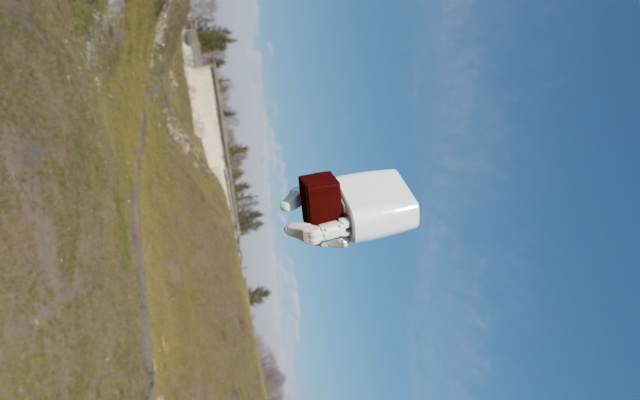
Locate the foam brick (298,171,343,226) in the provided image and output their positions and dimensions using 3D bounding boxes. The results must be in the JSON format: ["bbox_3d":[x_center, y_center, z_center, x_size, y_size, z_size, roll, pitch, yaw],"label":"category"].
[{"bbox_3d":[0.000,0.002,0.708,0.051,0.078,0.053,-11,26,-11],"label":"foam brick"}]
